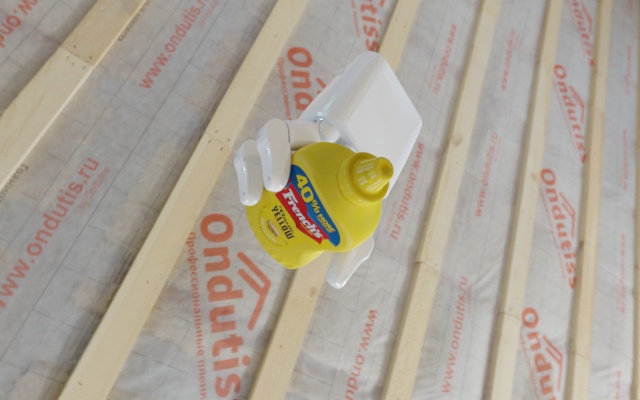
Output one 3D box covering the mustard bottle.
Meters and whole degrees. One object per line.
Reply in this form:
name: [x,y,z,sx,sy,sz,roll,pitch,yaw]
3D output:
mustard bottle: [0.000,0.002,0.422,0.058,0.096,0.192,-29,1,-34]
